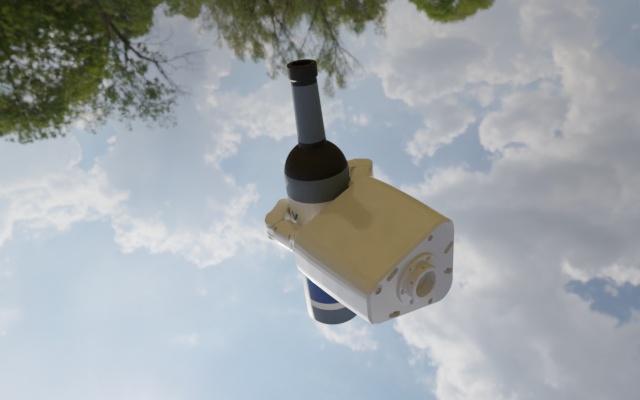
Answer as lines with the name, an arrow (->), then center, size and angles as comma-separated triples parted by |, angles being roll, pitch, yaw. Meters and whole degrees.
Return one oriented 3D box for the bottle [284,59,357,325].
bottle -> 0.000, 0.002, 0.505 | 0.069, 0.296, 0.069 | -6, 31, 3
